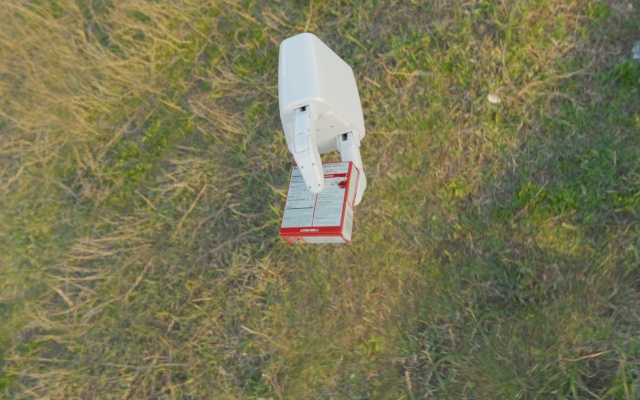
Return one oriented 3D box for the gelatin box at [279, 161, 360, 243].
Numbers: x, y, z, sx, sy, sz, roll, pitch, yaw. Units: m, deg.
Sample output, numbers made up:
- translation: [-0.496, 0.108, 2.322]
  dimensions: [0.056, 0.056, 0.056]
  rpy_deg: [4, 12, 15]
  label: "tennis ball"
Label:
- translation: [0.000, 0.002, 0.520]
  dimensions: [0.073, 0.089, 0.030]
  rpy_deg: [-3, -28, 24]
  label: "gelatin box"
